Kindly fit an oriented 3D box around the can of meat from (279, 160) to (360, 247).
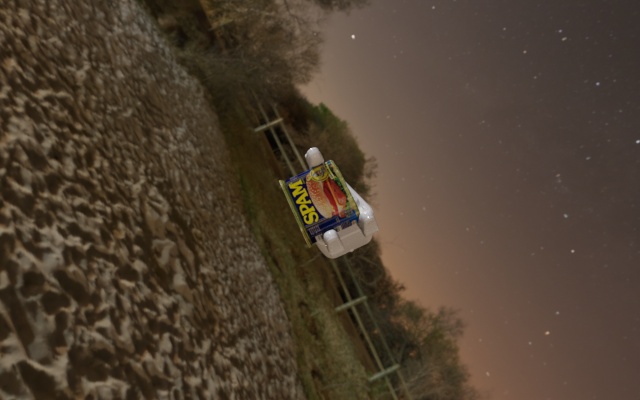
[{"bbox_3d":[0.000,0.002,0.677,0.084,0.102,0.057,-24,-25,-2],"label":"can of meat"}]
